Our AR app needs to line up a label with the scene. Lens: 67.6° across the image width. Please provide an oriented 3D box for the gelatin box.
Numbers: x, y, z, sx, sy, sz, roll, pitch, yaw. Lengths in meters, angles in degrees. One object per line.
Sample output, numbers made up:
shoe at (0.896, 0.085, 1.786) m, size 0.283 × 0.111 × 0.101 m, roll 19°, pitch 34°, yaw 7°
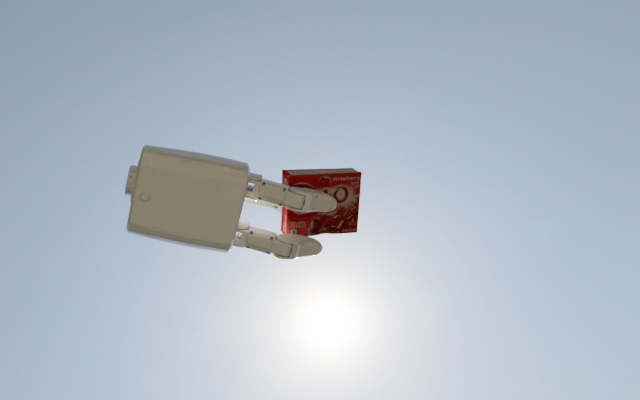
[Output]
gelatin box at (0.000, 0.002, 0.545) m, size 0.089 × 0.073 × 0.030 m, roll -3°, pitch 17°, yaw -20°
